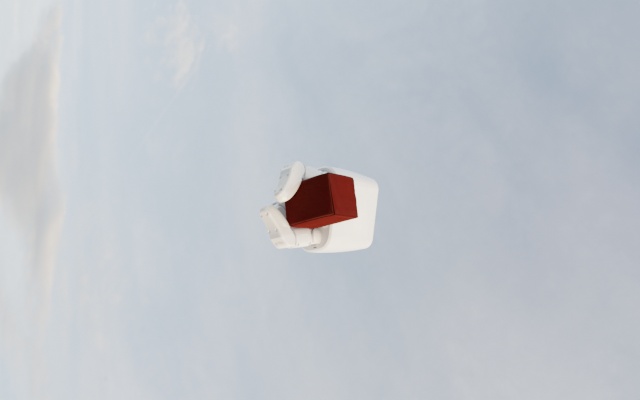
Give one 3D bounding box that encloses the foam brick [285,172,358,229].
[{"bbox_3d":[0.000,0.002,0.591,0.078,0.053,0.051,-16,-16,39],"label":"foam brick"}]
